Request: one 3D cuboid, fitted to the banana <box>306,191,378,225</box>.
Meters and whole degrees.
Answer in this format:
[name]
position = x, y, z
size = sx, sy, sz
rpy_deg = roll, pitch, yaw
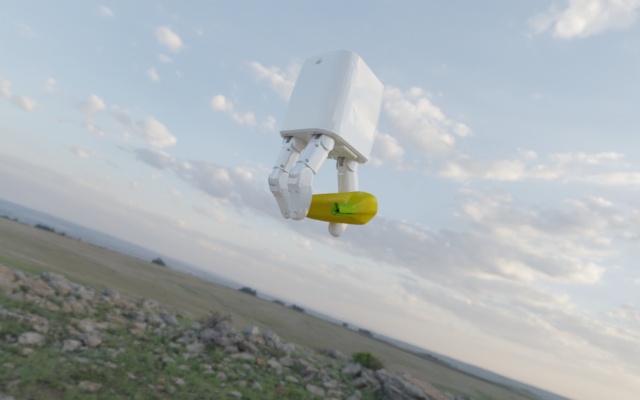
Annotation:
[banana]
position = 0.018, 0.006, 0.552
size = 0.069, 0.037, 0.198
rpy_deg = 14, -6, -16
